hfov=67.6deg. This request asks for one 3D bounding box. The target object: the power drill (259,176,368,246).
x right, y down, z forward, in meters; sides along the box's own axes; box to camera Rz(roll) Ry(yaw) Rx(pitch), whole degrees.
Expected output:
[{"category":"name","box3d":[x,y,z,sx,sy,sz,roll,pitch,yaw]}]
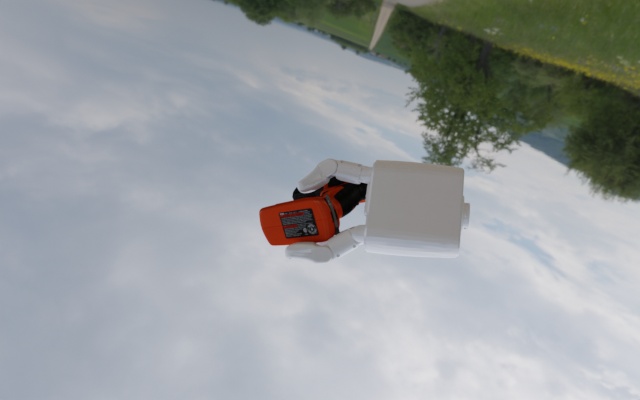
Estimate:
[{"category":"power drill","box3d":[0.000,0.002,0.663,0.184,0.057,0.187,-11,13,34]}]
